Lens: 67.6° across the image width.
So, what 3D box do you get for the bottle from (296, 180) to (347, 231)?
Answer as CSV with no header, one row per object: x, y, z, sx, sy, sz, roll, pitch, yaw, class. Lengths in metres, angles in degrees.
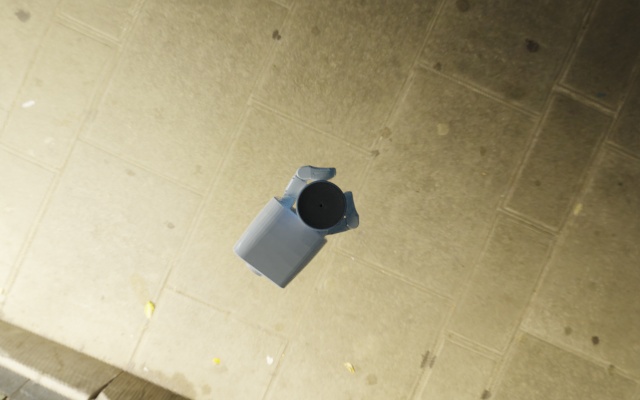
0.000,0.002,0.766,0.069,0.069,0.295,0,2,0,bottle
